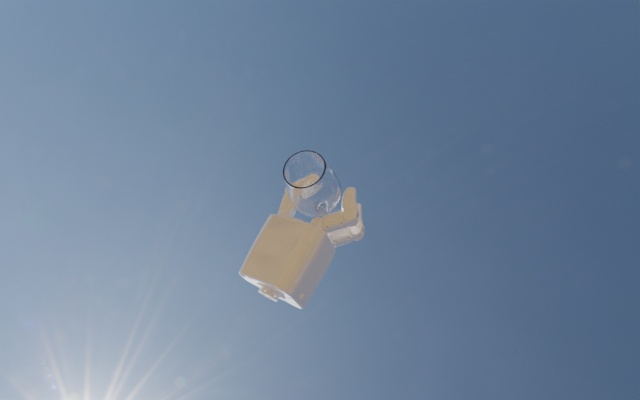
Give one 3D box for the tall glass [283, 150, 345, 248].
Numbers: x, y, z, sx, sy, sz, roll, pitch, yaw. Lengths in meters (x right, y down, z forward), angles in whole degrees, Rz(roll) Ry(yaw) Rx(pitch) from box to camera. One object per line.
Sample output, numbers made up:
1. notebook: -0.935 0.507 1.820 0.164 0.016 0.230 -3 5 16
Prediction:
1. tall glass: 0.000 0.003 0.743 0.079 0.079 0.201 0 -28 15
